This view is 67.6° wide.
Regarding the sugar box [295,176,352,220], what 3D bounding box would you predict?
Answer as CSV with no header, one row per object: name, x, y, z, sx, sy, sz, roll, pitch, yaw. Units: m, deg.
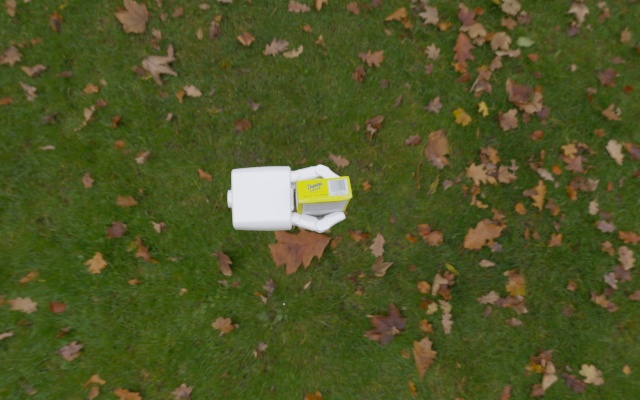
sugar box,0.000,0.002,0.886,0.093,0.048,0.176,-4,-12,-6
